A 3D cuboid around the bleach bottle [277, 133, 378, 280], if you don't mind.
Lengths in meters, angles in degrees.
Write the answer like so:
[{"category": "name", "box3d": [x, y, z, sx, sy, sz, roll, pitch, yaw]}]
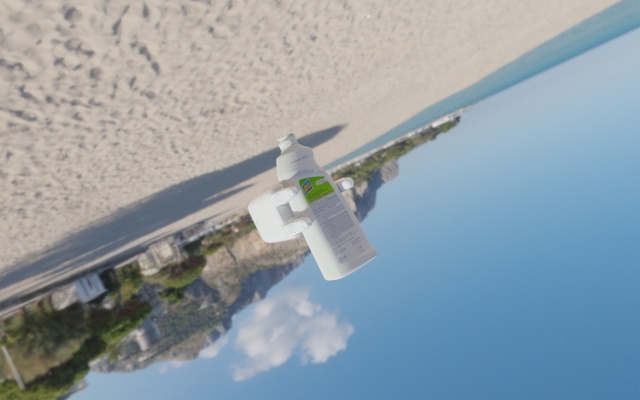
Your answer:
[{"category": "bleach bottle", "box3d": [0.000, 0.003, 0.811, 0.102, 0.251, 0.068, -27, 3, -33]}]
